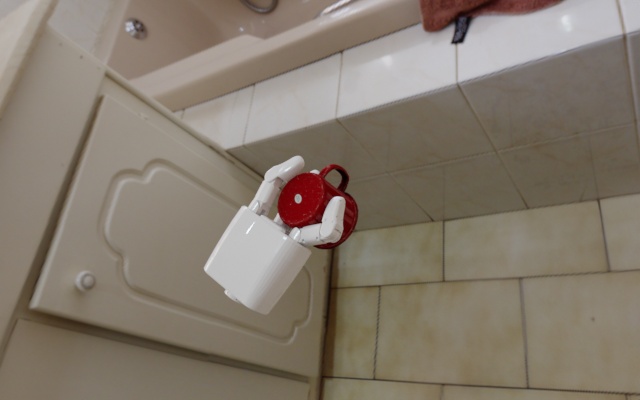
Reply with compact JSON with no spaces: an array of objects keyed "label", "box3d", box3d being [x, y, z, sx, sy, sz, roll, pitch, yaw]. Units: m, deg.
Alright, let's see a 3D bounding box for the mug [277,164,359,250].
[{"label":"mug","box3d":[0.001,0.001,0.673,0.093,0.117,0.081,30,-5,43]}]
